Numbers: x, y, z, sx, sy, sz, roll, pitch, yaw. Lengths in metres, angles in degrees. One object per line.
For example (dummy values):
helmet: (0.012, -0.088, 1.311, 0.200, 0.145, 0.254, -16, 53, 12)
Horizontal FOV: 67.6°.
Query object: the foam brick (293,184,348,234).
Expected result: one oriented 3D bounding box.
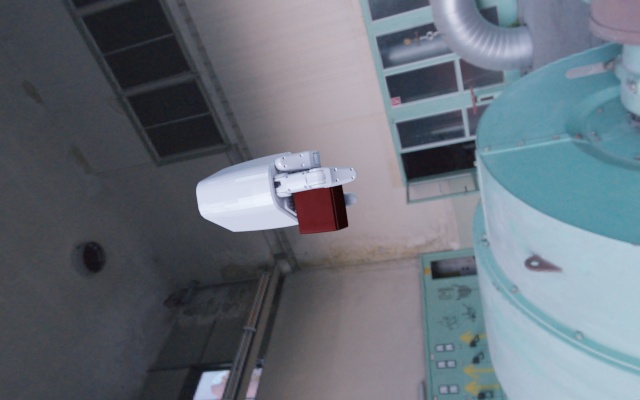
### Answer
foam brick: (0.000, 0.002, 0.609, 0.051, 0.078, 0.053, -10, -3, 18)
